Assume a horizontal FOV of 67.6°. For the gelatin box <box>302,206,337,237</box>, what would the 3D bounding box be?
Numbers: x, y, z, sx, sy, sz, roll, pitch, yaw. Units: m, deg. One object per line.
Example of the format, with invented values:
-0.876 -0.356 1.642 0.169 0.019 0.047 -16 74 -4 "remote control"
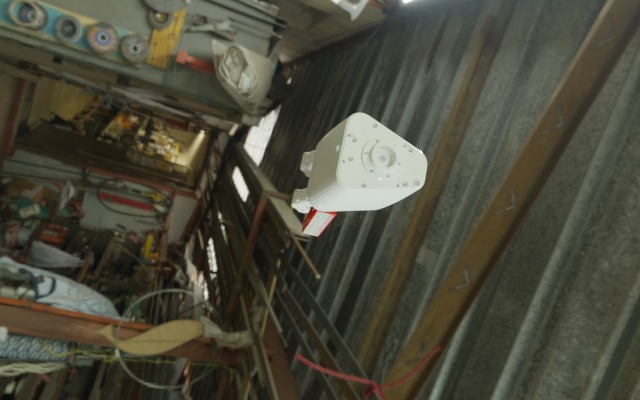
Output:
0.000 0.003 0.695 0.030 0.073 0.089 13 -28 -11 "gelatin box"
